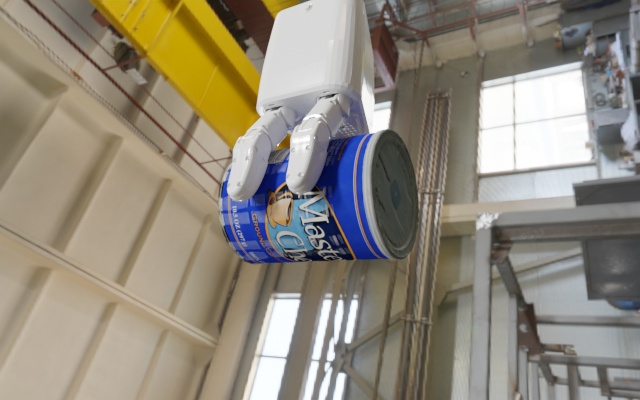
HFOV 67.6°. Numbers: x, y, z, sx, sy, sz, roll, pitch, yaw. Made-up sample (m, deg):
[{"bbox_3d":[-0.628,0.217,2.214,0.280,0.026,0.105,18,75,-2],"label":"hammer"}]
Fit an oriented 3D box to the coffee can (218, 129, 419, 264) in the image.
[{"bbox_3d":[0.000,0.002,0.407,0.140,0.103,0.103,-6,-3,29],"label":"coffee can"}]
